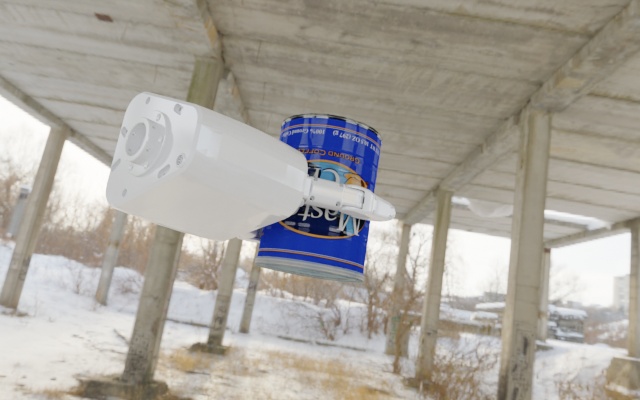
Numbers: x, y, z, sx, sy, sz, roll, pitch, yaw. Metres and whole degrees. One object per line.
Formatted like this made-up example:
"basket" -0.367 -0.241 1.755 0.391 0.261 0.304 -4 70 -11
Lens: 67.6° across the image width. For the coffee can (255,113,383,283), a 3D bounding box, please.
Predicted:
"coffee can" 0.000 0.002 0.461 0.103 0.140 0.103 9 -12 2
